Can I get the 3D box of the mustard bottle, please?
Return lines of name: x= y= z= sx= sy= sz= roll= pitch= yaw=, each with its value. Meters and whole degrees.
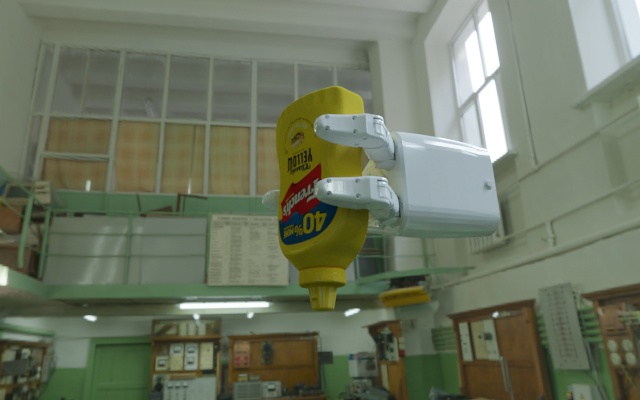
mustard bottle: x=0.000 y=0.001 z=0.430 sx=0.058 sy=0.191 sz=0.096 roll=15 pitch=-24 yaw=-42
